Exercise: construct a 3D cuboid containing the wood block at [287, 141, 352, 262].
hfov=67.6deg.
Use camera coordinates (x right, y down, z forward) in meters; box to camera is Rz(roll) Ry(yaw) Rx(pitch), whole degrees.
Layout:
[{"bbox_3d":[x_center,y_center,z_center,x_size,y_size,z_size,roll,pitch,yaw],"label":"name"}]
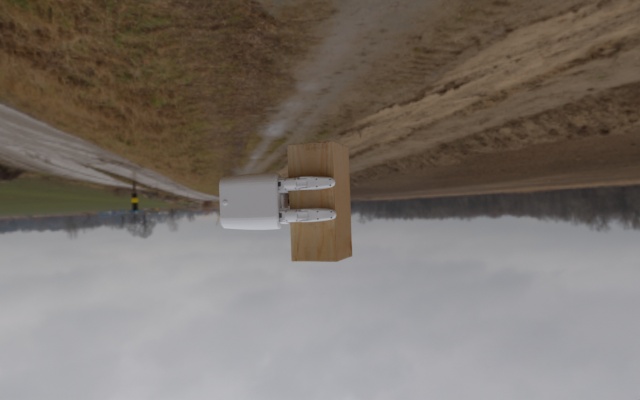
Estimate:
[{"bbox_3d":[0.000,0.003,0.867,0.090,0.206,0.091,-2,-1,20],"label":"wood block"}]
